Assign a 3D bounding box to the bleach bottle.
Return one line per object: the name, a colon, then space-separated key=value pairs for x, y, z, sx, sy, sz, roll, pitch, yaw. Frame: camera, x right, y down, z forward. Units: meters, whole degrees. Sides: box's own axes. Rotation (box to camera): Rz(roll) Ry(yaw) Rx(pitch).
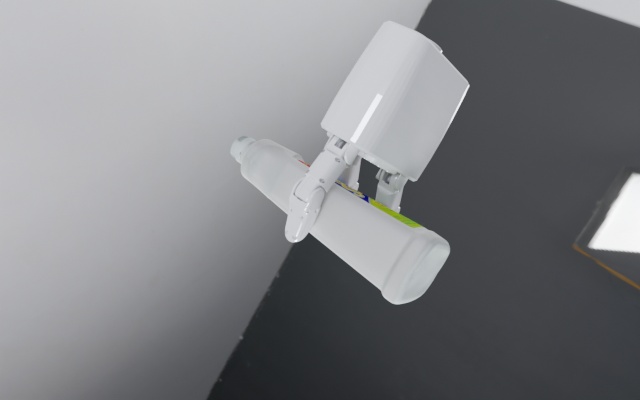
bleach bottle: x=0.000 y=0.002 z=0.473 sx=0.250 sy=0.068 sz=0.102 roll=34 pitch=8 yaw=25
